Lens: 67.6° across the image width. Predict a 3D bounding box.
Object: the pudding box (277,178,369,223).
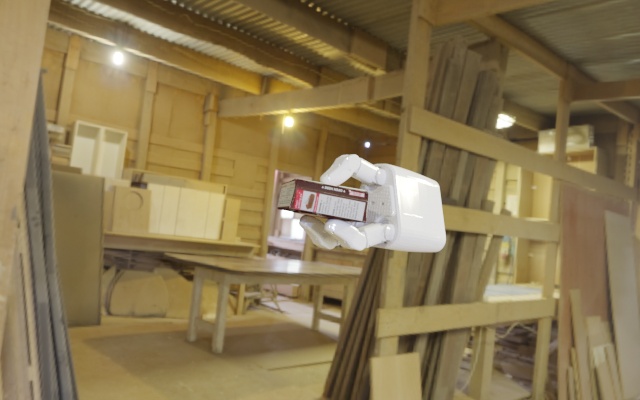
[{"bbox_3d":[0.000,0.002,0.577,0.090,0.039,0.113,10,-5,-11],"label":"pudding box"}]
